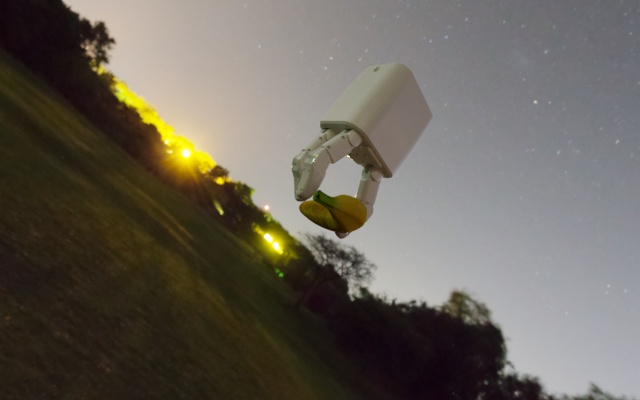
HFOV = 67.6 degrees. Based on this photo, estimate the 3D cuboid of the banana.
[{"bbox_3d":[0.016,0.012,0.566,0.069,0.037,0.198,35,-9,-3],"label":"banana"}]
